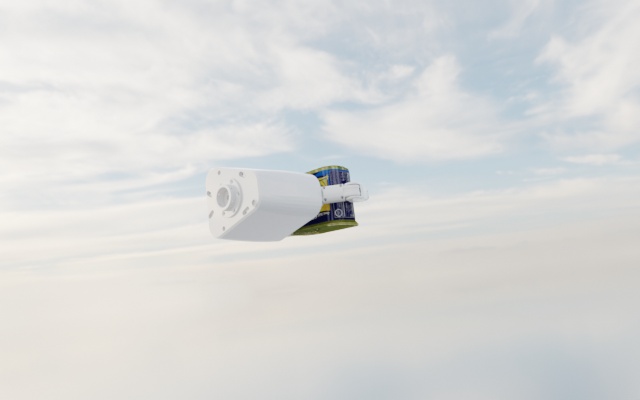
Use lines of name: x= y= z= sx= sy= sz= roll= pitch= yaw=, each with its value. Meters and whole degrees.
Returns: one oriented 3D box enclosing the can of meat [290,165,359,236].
can of meat: x=0.000 y=0.002 z=0.686 sx=0.102 sy=0.084 sz=0.057 roll=-16 pitch=-13 yaw=42
